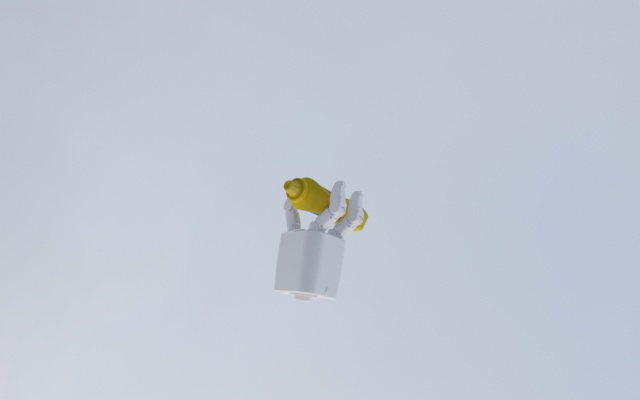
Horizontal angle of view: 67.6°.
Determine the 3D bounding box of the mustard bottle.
[{"bbox_3d":[0.000,0.003,0.855,0.096,0.058,0.192,28,1,40],"label":"mustard bottle"}]
